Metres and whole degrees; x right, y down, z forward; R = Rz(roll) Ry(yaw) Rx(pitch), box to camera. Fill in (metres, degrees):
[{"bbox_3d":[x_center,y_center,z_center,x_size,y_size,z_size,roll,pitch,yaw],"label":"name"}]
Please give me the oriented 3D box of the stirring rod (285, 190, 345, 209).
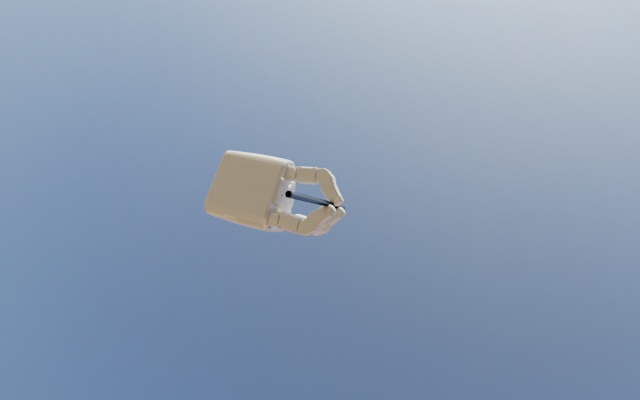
[{"bbox_3d":[0.000,0.002,0.639,0.011,0.011,0.239,0,-4,17],"label":"stirring rod"}]
